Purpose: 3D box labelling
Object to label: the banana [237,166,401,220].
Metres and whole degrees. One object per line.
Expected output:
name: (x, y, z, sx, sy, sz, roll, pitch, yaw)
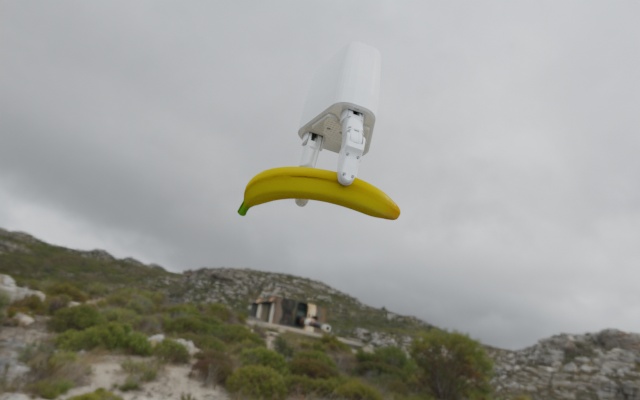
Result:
banana: (-0.005, -0.009, 0.557, 0.198, 0.037, 0.070, 3, -35, 8)
